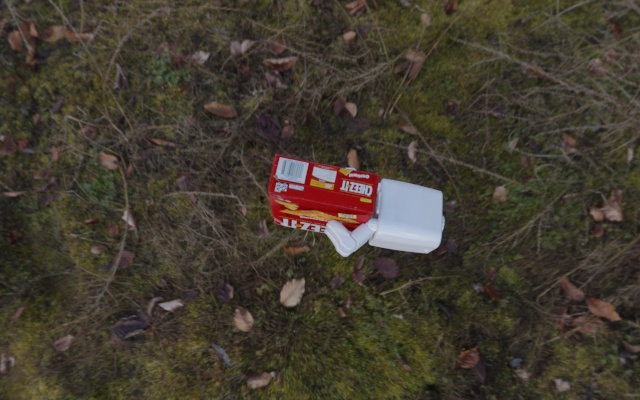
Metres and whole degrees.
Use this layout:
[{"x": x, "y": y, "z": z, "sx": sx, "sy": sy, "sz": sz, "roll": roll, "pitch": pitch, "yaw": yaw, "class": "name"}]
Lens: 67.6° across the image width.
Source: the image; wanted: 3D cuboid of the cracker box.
[{"x": 0.000, "y": 0.002, "z": 0.811, "sx": 0.164, "sy": 0.072, "sz": 0.214, "roll": 11, "pitch": -16, "yaw": 0, "class": "cracker box"}]
